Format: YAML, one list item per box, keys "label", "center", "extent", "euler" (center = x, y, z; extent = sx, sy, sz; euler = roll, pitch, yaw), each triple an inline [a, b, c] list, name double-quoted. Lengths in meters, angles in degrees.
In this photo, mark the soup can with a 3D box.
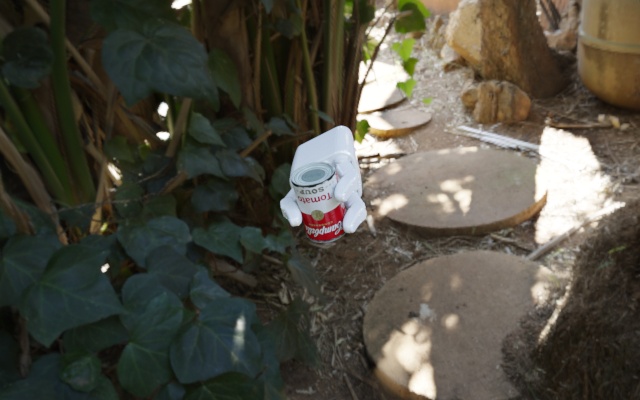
- label: "soup can"
  center: [0.000, 0.002, 0.708]
  extent: [0.068, 0.102, 0.068]
  euler: [-11, 32, 7]
